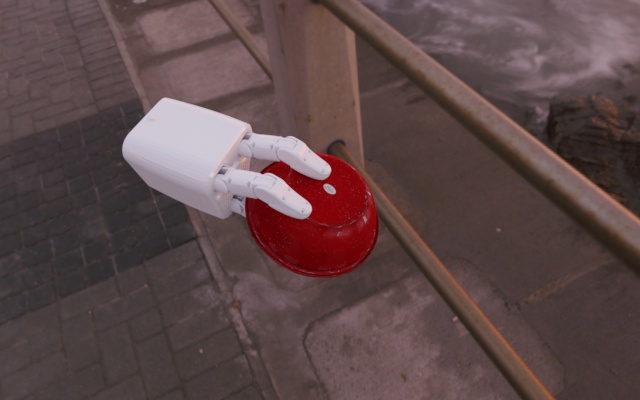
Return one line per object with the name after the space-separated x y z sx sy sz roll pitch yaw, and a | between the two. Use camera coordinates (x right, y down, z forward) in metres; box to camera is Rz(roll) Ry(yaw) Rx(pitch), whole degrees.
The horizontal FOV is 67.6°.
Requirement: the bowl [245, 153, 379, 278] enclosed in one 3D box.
0.001 0.002 0.534 0.162 0.162 0.055 0 -31 -20 | bowl
